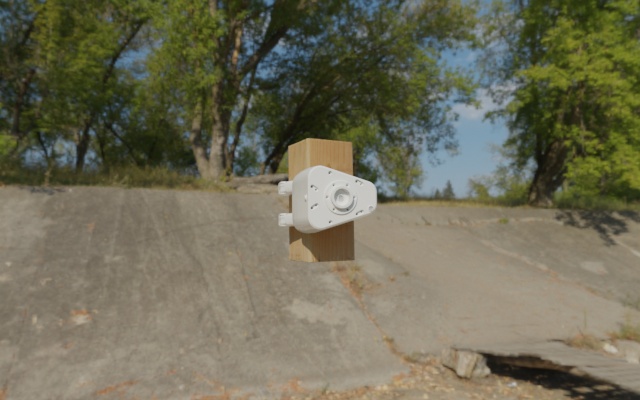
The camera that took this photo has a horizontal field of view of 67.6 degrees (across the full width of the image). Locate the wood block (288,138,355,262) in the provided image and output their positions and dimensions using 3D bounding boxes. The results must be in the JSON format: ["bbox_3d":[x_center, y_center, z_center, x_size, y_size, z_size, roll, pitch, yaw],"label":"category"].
[{"bbox_3d":[0.001,0.003,0.845,0.091,0.206,0.090,1,-4,-26],"label":"wood block"}]
